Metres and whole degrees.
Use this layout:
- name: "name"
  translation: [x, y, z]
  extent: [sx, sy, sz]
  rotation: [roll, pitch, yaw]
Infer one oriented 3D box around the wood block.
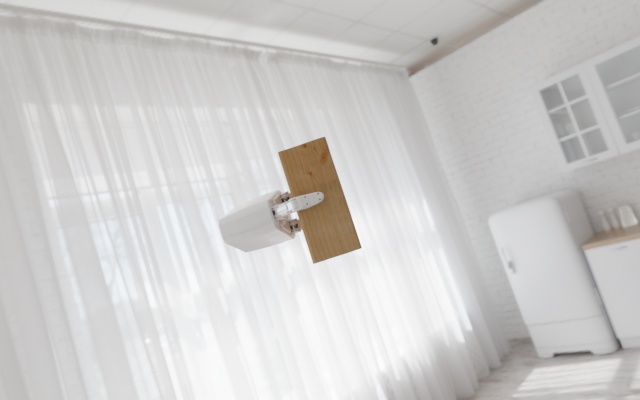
- name: "wood block"
  translation: [0.000, 0.003, 0.867]
  extent: [0.090, 0.206, 0.091]
  rotation: [-18, -6, 1]
